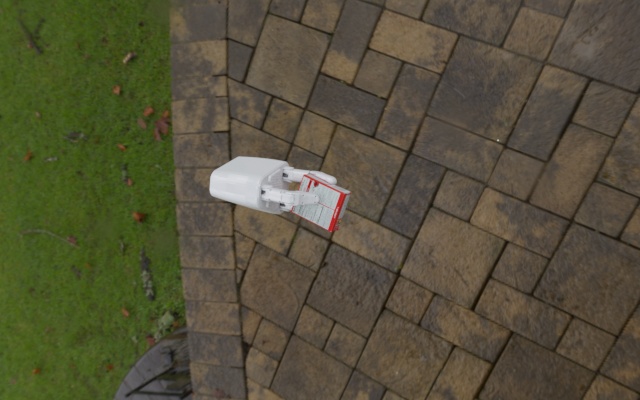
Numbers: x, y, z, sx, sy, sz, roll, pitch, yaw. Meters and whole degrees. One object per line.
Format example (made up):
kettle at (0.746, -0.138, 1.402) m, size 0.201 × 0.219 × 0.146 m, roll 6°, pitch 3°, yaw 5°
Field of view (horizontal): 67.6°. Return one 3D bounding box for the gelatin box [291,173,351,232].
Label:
gelatin box at (0.000, 0.003, 0.826) m, size 0.089 × 0.073 × 0.030 m, roll 26°, pitch 17°, yaw 24°
